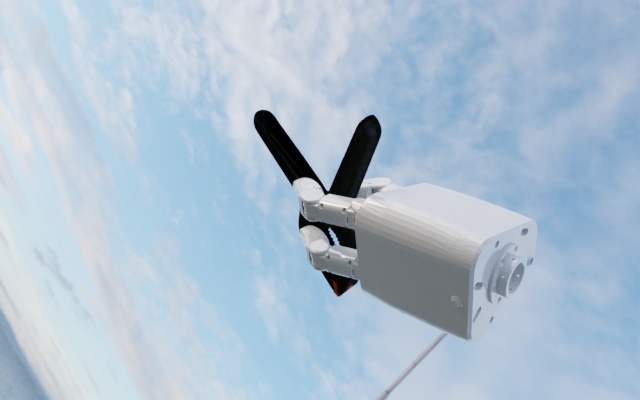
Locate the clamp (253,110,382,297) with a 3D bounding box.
[{"bbox_3d":[0.001,0.002,0.493,0.036,0.210,0.164,-30,36,-35],"label":"clamp"}]
